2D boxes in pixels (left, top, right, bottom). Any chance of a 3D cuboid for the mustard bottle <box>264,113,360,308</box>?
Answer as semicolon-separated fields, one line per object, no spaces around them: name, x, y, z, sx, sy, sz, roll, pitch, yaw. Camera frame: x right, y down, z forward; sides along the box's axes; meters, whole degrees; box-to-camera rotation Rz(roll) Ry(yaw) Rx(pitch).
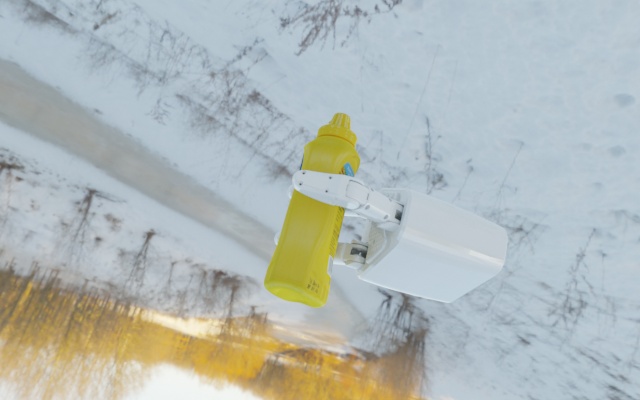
mustard bottle;0.000;0.002;0.461;0.058;0.191;0.096;11;-19;12
